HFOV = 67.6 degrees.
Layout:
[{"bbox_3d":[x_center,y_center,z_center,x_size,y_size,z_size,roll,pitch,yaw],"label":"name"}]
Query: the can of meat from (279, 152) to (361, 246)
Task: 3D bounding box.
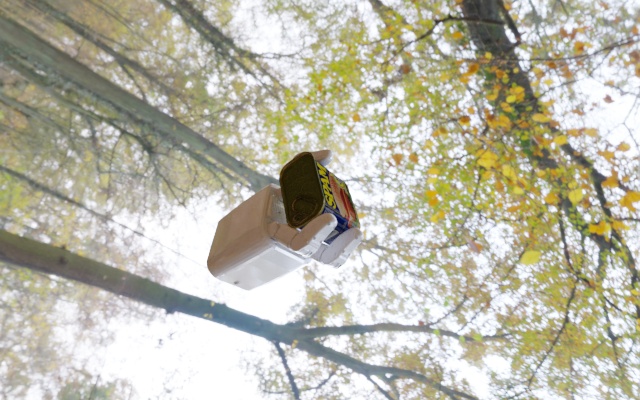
[{"bbox_3d":[0.000,0.002,0.604,0.057,0.102,0.084,-33,-42,23],"label":"can of meat"}]
